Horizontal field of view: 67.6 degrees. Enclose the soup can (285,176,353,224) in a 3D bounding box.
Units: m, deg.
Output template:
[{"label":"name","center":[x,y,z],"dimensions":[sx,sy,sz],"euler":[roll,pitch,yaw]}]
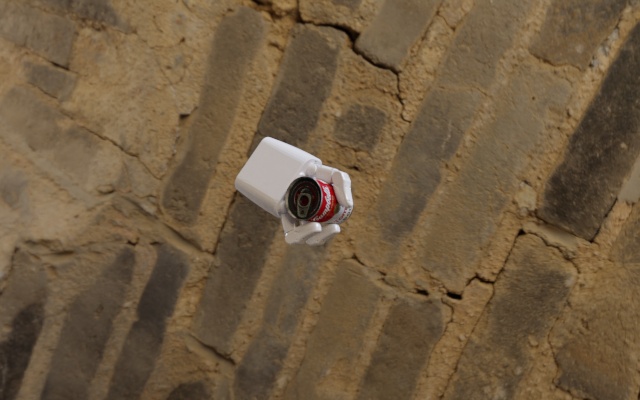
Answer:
[{"label":"soup can","center":[0.001,0.003,0.760],"dimensions":[0.068,0.068,0.102],"euler":[0,-7,32]}]
